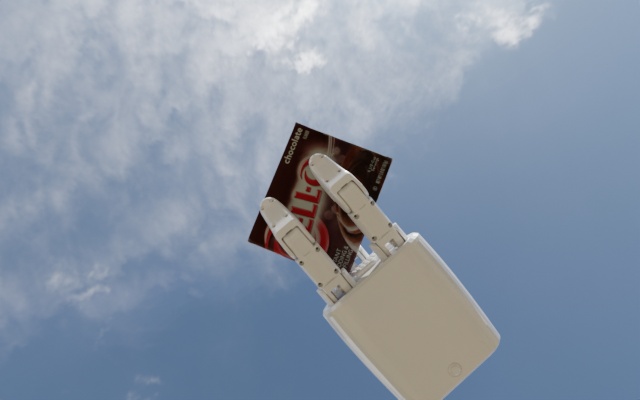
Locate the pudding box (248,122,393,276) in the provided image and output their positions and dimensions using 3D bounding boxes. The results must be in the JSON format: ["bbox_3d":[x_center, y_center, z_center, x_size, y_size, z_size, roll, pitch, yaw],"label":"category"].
[{"bbox_3d":[0.000,0.001,0.416,0.090,0.113,0.039,21,-6,3],"label":"pudding box"}]
